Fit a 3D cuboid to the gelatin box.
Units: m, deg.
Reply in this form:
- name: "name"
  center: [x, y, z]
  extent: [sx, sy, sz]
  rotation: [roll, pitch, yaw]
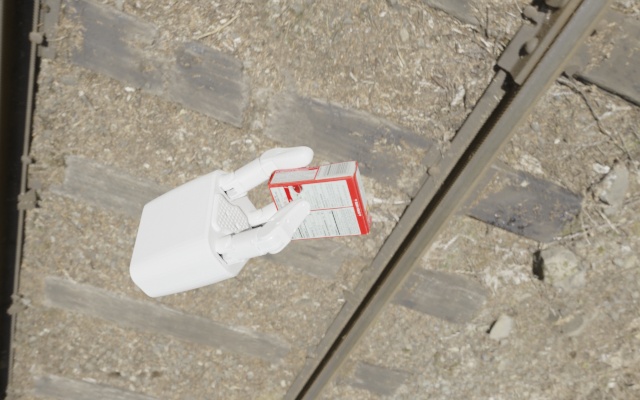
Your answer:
- name: "gelatin box"
  center: [0.000, 0.002, 0.475]
  extent: [0.089, 0.073, 0.030]
  rotation: [-5, 37, 18]
